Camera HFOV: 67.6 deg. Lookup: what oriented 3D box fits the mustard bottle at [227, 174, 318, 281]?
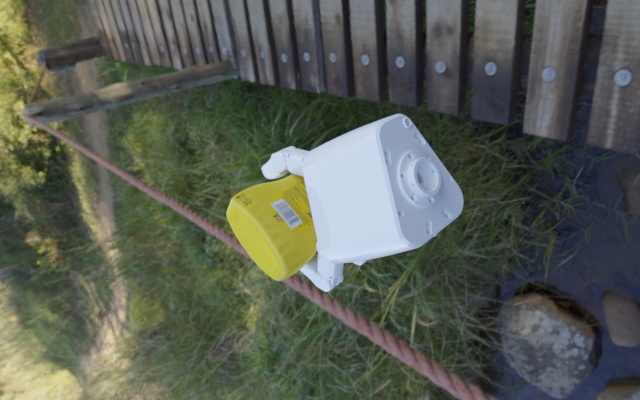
[{"bbox_3d":[0.000,0.002,0.524,0.191,0.096,0.058,-30,-17,-36],"label":"mustard bottle"}]
